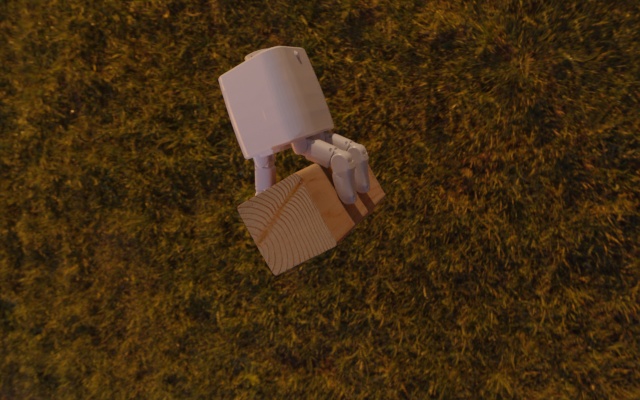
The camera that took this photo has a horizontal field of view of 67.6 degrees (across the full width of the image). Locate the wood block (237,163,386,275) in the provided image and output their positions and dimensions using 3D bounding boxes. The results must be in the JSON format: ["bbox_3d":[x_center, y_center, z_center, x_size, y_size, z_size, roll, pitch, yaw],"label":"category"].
[{"bbox_3d":[0.000,0.002,0.601,0.091,0.090,0.206,-28,3,27],"label":"wood block"}]
